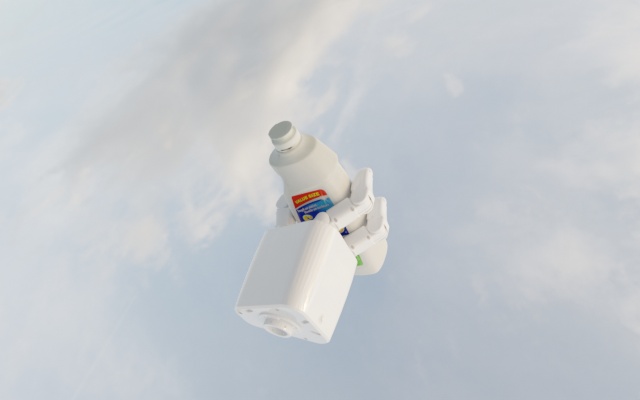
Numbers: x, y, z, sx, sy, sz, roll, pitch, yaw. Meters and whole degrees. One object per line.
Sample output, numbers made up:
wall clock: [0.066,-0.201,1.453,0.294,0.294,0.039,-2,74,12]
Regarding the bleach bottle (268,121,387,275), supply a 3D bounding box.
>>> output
bleach bottle: [0.000,0.002,0.595,0.102,0.068,0.251,0,-38,31]
